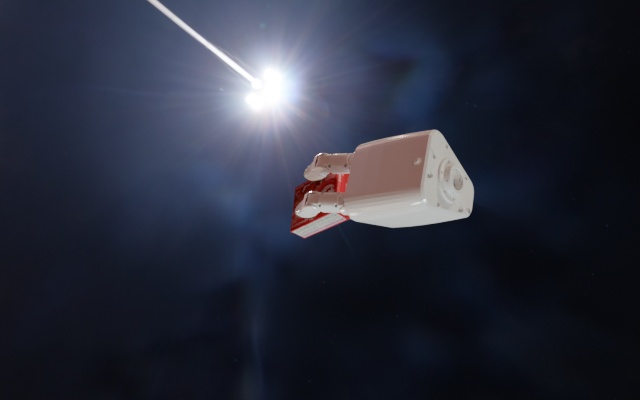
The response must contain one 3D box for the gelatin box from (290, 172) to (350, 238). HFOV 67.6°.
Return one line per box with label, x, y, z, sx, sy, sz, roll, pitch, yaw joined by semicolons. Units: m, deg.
gelatin box;0.000;0.002;0.644;0.030;0.073;0.089;29;-40;-34
